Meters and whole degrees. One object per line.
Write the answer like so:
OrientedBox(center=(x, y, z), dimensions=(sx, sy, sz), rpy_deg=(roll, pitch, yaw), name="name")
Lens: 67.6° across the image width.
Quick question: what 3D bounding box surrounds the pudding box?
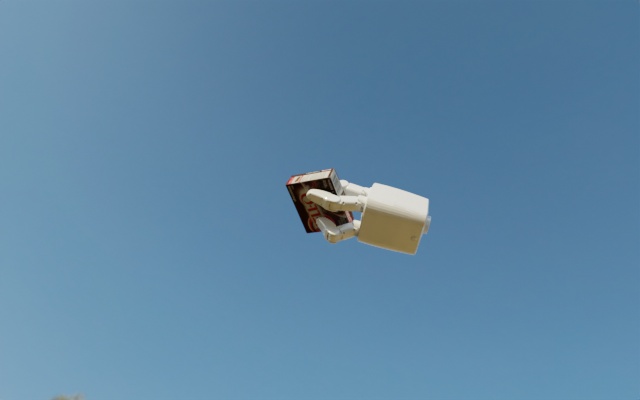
OrientedBox(center=(0.000, 0.003, 0.861), dimensions=(0.090, 0.113, 0.039), rpy_deg=(-9, 28, 25), name="pudding box")
